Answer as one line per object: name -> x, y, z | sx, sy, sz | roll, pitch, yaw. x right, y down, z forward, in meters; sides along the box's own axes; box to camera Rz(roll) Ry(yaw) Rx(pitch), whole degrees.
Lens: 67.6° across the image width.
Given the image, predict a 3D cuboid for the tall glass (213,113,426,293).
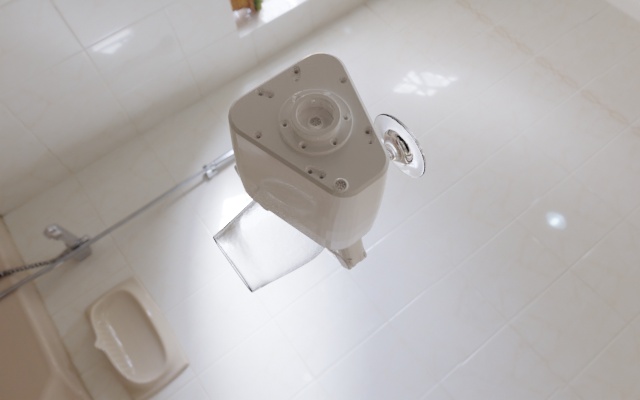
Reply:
tall glass -> 0.001, 0.001, 0.449 | 0.201, 0.079, 0.079 | -36, 10, -14
